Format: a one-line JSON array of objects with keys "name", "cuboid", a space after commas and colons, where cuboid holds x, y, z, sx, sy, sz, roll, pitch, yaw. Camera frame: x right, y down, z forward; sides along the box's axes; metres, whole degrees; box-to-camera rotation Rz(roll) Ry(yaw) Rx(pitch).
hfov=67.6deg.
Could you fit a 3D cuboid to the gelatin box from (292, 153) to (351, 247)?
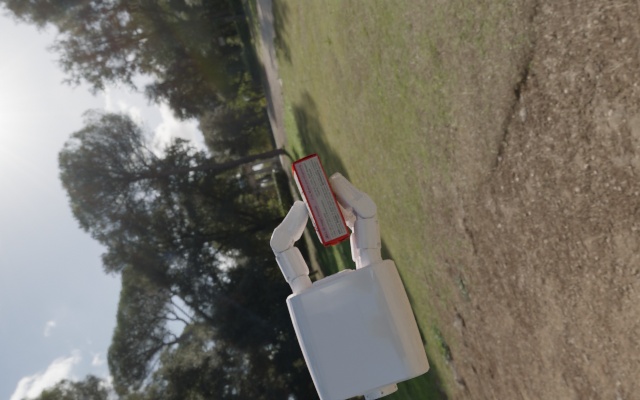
[{"name": "gelatin box", "cuboid": [0.000, 0.001, 0.488, 0.030, 0.089, 0.073, -22, -3, -3]}]
